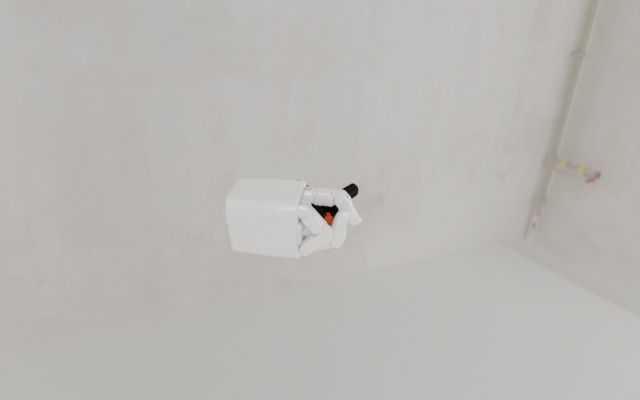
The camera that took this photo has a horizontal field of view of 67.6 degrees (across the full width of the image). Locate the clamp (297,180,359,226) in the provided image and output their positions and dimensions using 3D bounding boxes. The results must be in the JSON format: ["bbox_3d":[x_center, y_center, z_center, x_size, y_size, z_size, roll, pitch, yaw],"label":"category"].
[{"bbox_3d":[0.000,0.003,0.804,0.120,0.039,0.171,1,20,7],"label":"clamp"}]
